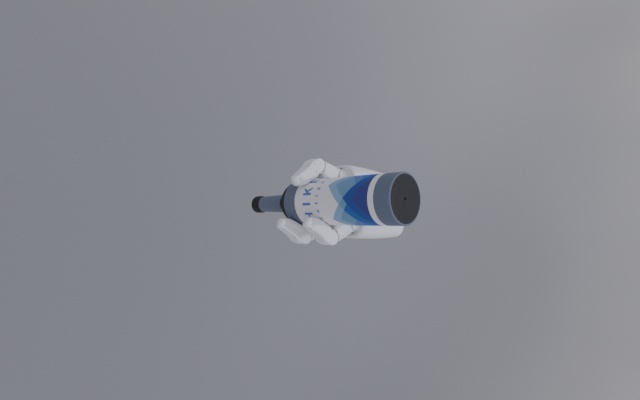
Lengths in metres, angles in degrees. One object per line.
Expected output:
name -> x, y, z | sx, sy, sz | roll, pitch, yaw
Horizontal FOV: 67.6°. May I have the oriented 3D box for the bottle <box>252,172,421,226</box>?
bottle -> 0.000, 0.002, 0.684 | 0.069, 0.069, 0.296 | 0, -2, -45
